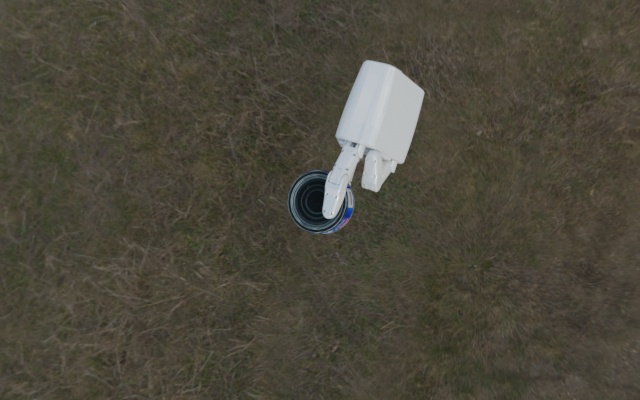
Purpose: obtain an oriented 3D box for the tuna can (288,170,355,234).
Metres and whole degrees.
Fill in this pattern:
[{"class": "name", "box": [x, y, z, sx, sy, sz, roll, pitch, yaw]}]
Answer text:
[{"class": "tuna can", "box": [0.000, 0.002, 0.637, 0.086, 0.086, 0.034, 0, -2, 20]}]
